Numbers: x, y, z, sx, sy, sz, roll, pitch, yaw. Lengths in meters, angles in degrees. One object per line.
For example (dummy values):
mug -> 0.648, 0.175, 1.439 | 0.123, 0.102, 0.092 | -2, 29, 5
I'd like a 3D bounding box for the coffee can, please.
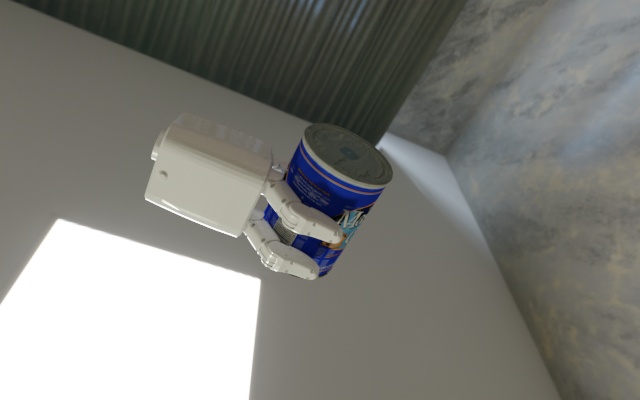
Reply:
coffee can -> 0.000, 0.002, 0.525 | 0.103, 0.140, 0.102 | 22, 32, -14
